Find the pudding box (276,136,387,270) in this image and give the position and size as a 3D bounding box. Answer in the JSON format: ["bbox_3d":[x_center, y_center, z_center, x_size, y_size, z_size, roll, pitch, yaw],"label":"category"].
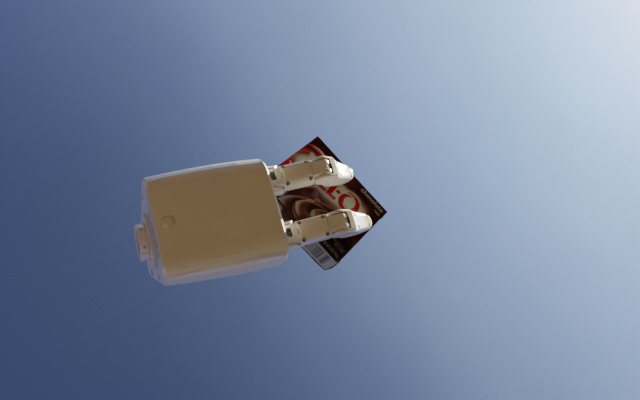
[{"bbox_3d":[0.000,0.002,0.492,0.090,0.113,0.039,-42,0,-34],"label":"pudding box"}]
